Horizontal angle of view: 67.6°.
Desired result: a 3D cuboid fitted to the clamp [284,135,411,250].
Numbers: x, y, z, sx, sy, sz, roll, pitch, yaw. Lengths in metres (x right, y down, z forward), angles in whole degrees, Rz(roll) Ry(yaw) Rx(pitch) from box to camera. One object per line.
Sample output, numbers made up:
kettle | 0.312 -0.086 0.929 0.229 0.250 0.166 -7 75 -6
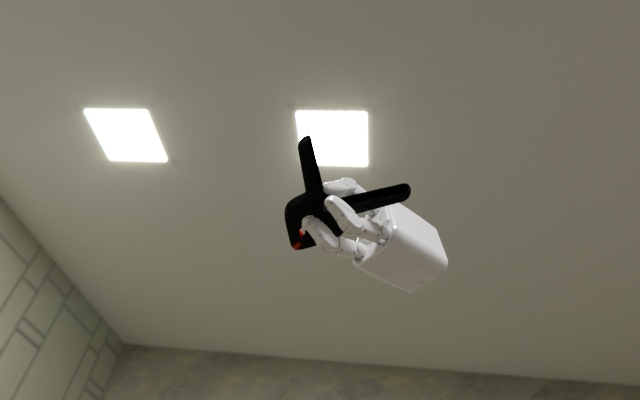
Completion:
clamp | 0.000 0.002 0.679 0.164 0.036 0.210 31 -46 -18
